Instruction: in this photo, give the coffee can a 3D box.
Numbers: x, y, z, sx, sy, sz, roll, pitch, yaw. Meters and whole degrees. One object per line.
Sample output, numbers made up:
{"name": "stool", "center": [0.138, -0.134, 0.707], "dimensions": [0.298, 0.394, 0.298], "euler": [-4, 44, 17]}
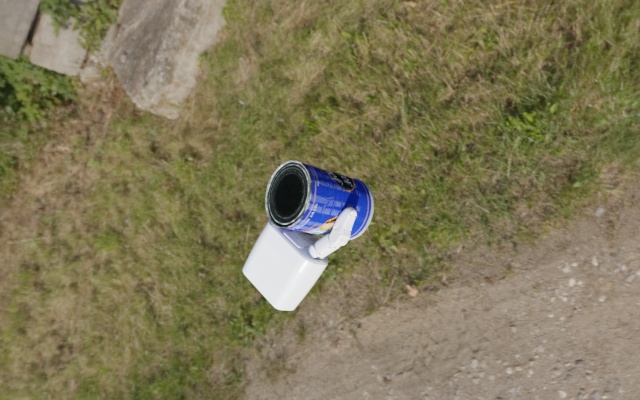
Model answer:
{"name": "coffee can", "center": [0.000, 0.002, 0.744], "dimensions": [0.140, 0.103, 0.103], "euler": [14, -10, -43]}
